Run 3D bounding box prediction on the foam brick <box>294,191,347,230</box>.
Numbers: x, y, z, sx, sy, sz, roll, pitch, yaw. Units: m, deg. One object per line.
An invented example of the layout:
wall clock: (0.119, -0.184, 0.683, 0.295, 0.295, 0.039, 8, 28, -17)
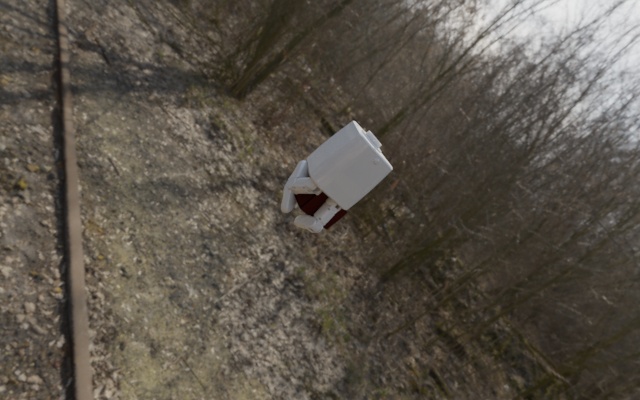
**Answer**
foam brick: (0.000, 0.003, 0.832, 0.078, 0.051, 0.053, 40, 16, -38)
